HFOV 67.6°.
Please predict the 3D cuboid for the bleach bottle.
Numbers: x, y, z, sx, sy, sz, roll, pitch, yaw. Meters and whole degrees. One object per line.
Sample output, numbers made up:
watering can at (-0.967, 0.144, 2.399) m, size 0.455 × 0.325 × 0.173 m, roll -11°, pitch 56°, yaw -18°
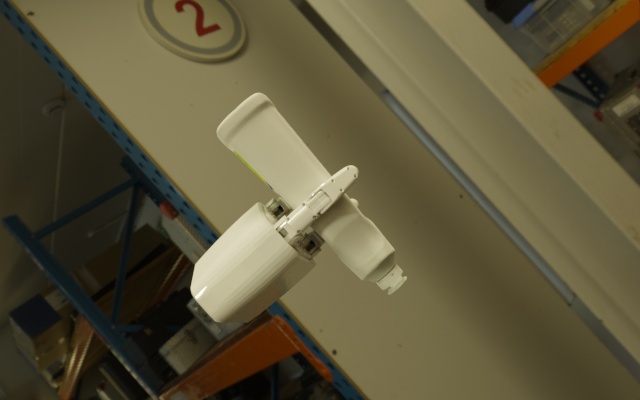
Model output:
bleach bottle at (0.000, 0.002, 0.521) m, size 0.068 × 0.251 × 0.102 m, roll -43°, pitch -2°, yaw 0°
